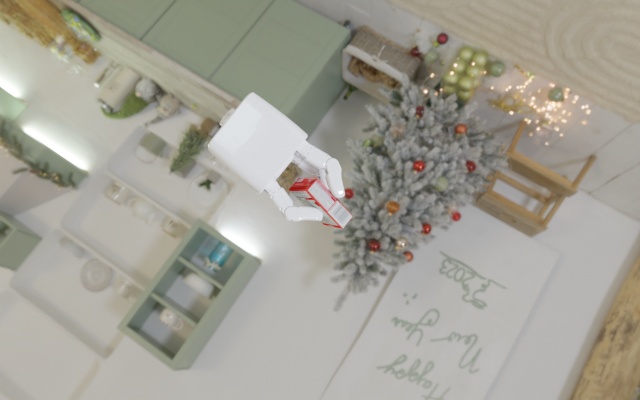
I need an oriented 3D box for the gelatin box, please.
[{"bbox_3d":[0.000,0.003,0.750,0.089,0.030,0.073,47,-16,-18],"label":"gelatin box"}]
